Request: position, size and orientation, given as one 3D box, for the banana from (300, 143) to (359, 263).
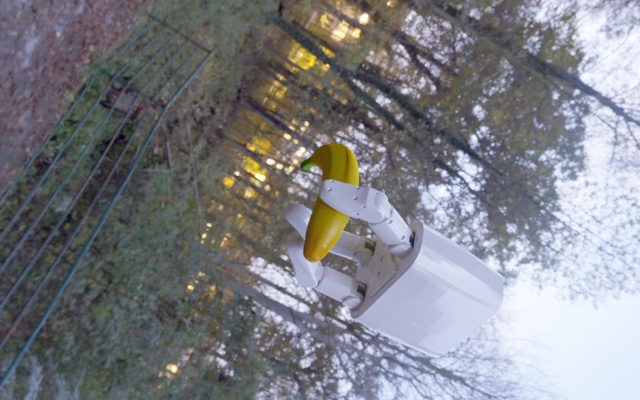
[{"bbox_3d":[0.011,-0.014,0.479,0.037,0.070,0.197,31,23,-16],"label":"banana"}]
